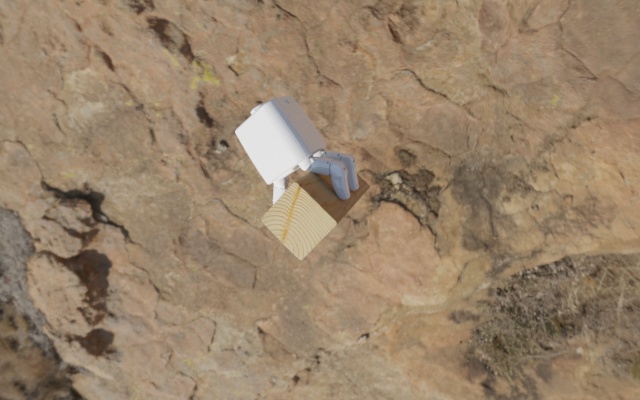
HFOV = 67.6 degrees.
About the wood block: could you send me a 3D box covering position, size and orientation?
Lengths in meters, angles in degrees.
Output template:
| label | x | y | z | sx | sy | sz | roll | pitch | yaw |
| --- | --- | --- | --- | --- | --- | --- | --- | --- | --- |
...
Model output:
| label | x | y | z | sx | sy | sz | roll | pitch | yaw |
| --- | --- | --- | --- | --- | --- | --- | --- | --- | --- |
| wood block | 0.000 | 0.003 | 0.791 | 0.091 | 0.090 | 0.206 | -46 | -2 | 26 |
